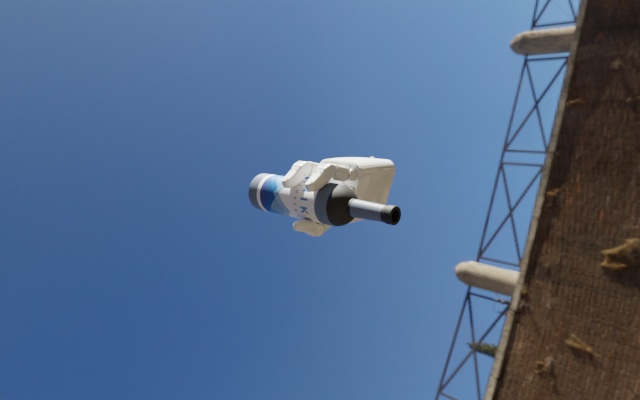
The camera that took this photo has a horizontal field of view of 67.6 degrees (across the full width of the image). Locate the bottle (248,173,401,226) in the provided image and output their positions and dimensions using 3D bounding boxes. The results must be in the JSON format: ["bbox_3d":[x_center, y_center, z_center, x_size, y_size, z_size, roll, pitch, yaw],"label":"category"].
[{"bbox_3d":[0.000,0.003,0.769,0.295,0.069,0.069,10,7,43],"label":"bottle"}]
